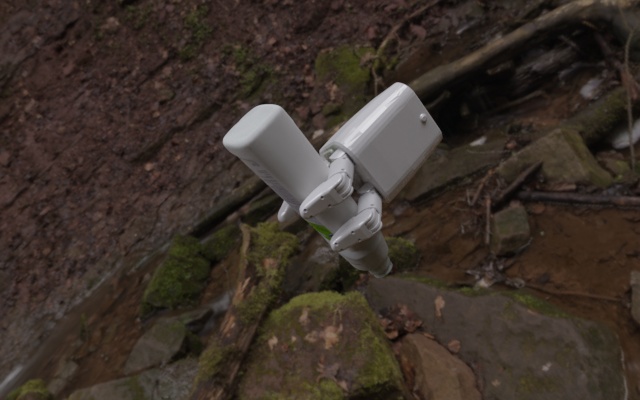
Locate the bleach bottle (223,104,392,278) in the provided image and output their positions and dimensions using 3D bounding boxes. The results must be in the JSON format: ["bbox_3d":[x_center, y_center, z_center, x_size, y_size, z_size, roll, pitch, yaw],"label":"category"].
[{"bbox_3d":[0.000,0.002,0.564,0.251,0.068,0.102,48,-11,-25],"label":"bleach bottle"}]
